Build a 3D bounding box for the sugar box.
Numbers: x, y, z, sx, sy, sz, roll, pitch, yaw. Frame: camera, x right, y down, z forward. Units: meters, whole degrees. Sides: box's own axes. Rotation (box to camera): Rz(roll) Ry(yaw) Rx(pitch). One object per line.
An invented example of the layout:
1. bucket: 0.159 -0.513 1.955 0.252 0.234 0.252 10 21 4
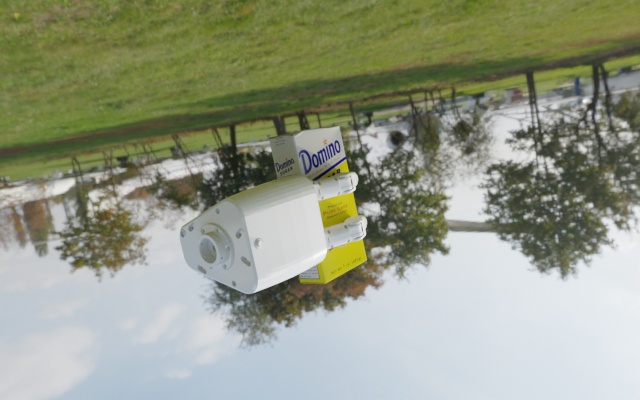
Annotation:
1. sugar box: 0.000 0.002 0.577 0.048 0.176 0.093 -4 10 39
